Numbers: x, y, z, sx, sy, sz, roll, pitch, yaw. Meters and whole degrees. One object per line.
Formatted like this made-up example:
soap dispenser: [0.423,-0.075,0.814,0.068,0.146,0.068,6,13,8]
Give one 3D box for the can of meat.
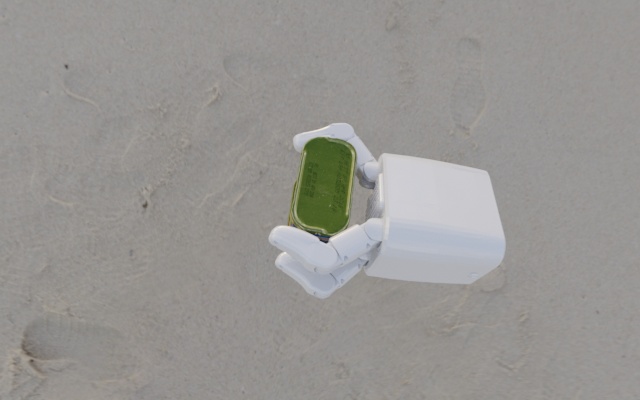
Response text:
can of meat: [0.000,0.001,0.455,0.057,0.102,0.084,9,-25,-3]
